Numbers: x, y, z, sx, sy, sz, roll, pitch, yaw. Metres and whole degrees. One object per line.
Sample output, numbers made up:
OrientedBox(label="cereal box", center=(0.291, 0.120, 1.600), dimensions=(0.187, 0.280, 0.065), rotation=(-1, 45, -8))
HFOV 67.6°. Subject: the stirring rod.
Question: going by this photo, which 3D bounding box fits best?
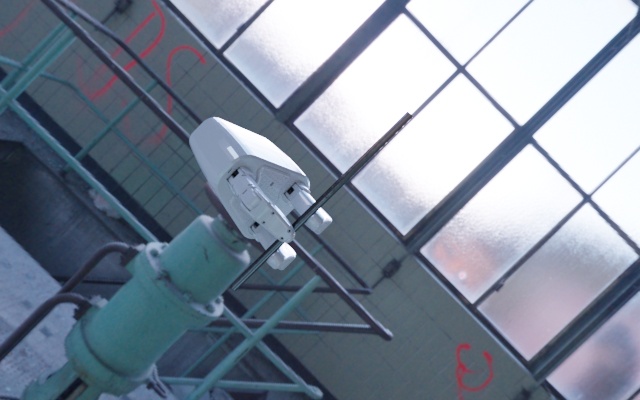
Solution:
OrientedBox(label="stirring rod", center=(0.000, 0.002, 0.463), dimensions=(0.239, 0.011, 0.011), rotation=(-45, 3, 3))
